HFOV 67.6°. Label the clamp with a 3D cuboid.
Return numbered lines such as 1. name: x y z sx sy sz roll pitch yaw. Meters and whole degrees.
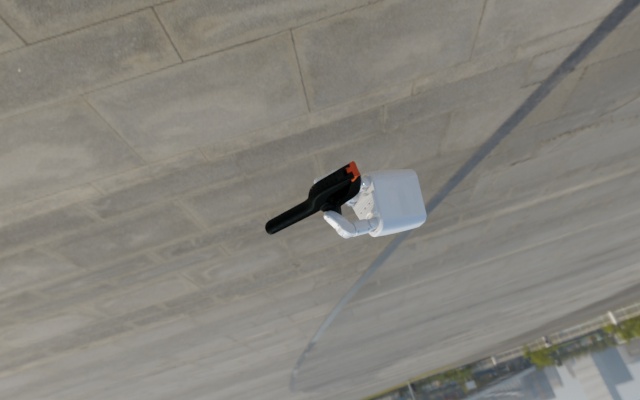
1. clamp: 0.001 0.003 0.833 0.164 0.036 0.210 -10 -25 -28
